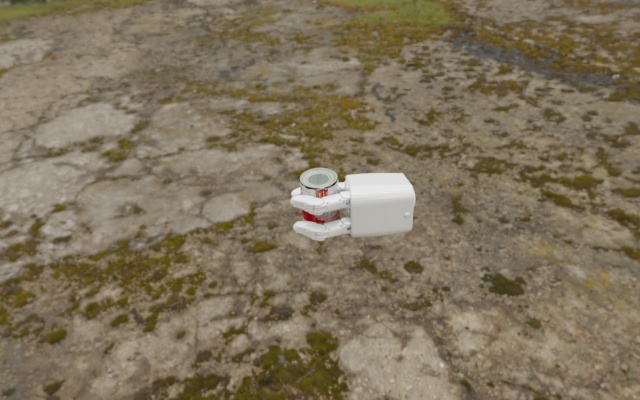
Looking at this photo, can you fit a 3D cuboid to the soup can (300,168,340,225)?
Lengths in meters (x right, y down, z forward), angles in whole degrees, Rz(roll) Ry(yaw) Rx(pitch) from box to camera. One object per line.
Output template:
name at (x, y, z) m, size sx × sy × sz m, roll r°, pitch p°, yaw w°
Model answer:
soup can at (0.000, 0.002, 0.838) m, size 0.068 × 0.102 × 0.068 m, roll -3°, pitch 35°, yaw 2°
